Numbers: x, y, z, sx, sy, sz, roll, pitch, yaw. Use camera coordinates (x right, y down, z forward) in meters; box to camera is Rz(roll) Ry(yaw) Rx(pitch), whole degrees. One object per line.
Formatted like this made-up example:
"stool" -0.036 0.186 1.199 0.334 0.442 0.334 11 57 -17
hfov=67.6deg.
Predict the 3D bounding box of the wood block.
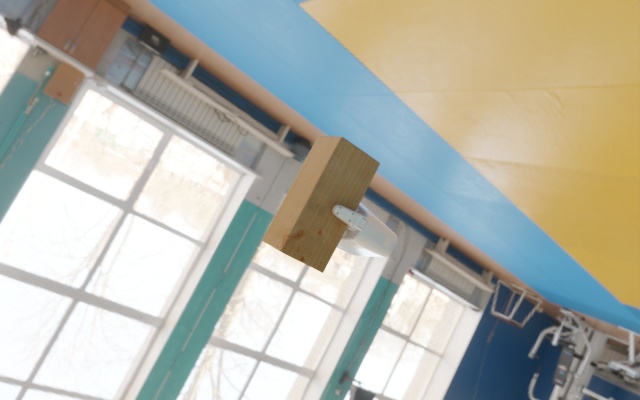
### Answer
"wood block" 0.001 0.003 0.800 0.090 0.206 0.091 31 -7 -28
